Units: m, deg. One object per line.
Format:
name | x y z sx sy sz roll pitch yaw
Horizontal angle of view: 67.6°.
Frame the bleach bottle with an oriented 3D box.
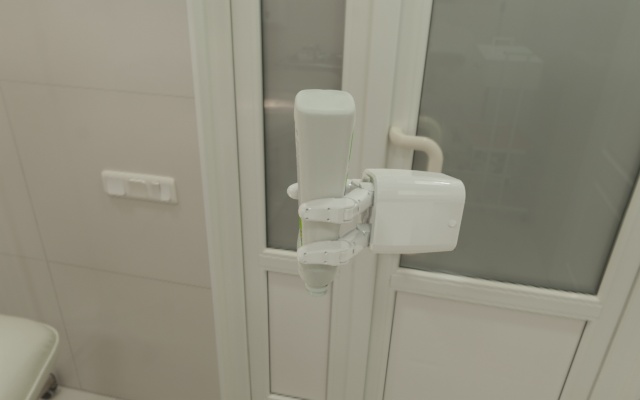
bleach bottle | 0.000 0.002 0.577 0.068 0.251 0.102 2 27 -2
